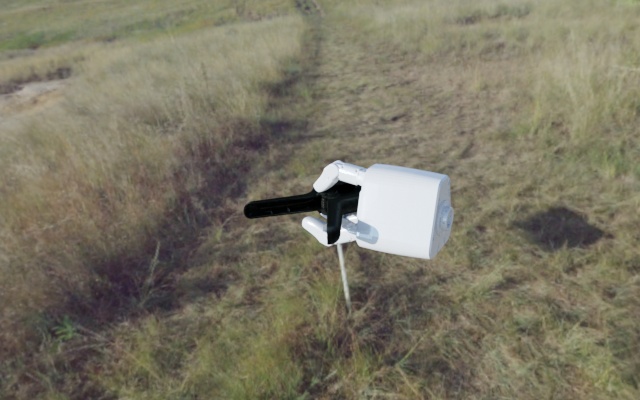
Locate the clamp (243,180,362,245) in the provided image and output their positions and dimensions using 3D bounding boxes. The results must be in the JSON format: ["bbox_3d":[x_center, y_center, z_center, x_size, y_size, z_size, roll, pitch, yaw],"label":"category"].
[{"bbox_3d":[0.001,0.001,0.721,0.164,0.036,0.210,13,25,29],"label":"clamp"}]
